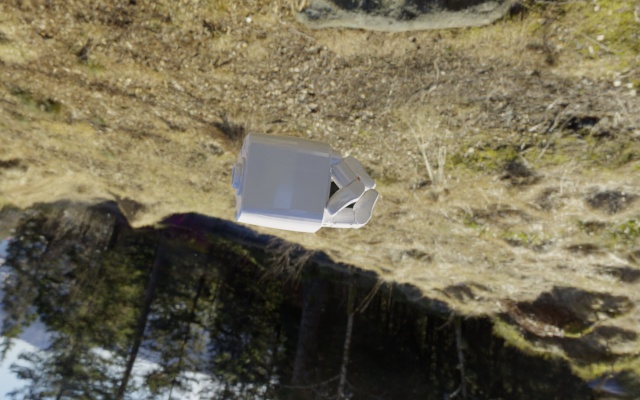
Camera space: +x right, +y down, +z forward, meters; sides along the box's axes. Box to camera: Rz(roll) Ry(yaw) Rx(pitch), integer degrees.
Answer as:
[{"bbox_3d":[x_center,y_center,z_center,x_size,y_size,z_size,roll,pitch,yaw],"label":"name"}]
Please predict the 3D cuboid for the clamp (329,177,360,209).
[{"bbox_3d":[0.000,0.003,0.708,0.120,0.039,0.171,-2,-18,-20],"label":"clamp"}]
